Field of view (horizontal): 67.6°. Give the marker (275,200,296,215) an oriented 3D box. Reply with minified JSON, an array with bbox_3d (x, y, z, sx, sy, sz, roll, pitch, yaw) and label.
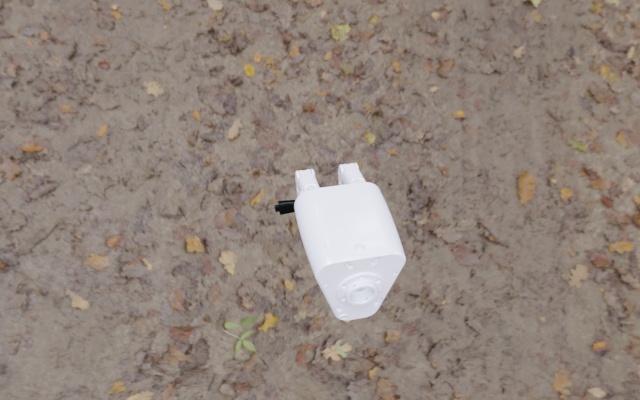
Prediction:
[{"bbox_3d":[0.000,0.002,0.629,0.121,0.020,0.020,-8,1,-8],"label":"marker"}]
